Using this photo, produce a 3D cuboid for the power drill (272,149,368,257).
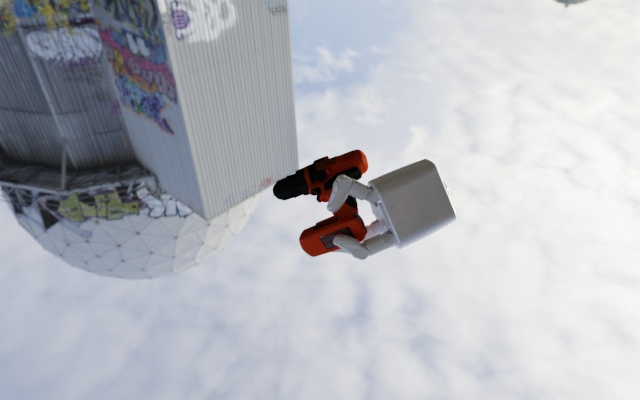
[{"bbox_3d":[0.000,0.003,0.814,0.184,0.187,0.057,-21,-47,16],"label":"power drill"}]
